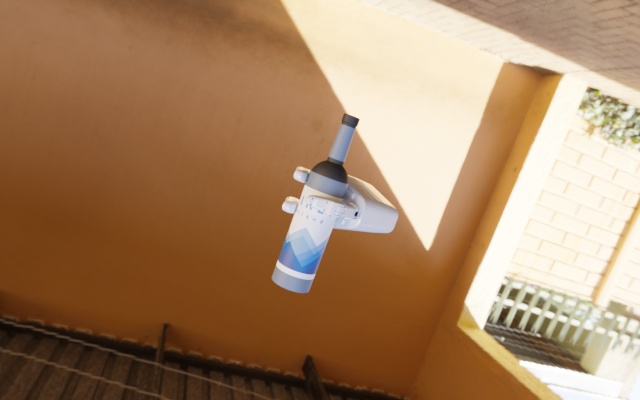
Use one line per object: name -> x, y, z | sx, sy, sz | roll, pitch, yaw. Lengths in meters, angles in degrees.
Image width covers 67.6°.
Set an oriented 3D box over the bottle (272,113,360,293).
bottle -> 0.000, 0.003, 0.779 | 0.069, 0.296, 0.069 | 20, 7, -2
